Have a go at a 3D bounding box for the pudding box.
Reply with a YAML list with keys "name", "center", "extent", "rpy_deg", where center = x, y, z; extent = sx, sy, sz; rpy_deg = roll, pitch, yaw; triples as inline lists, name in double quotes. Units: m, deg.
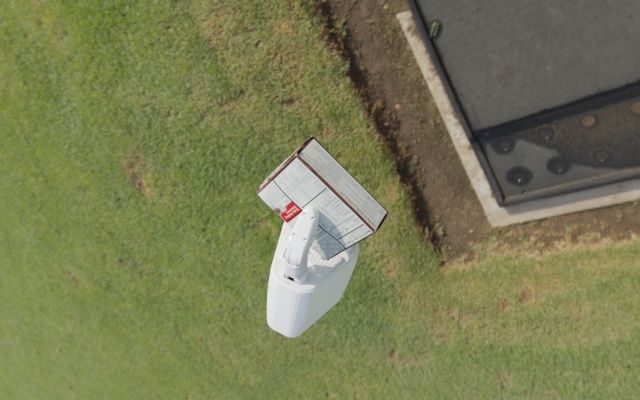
- name: "pudding box"
  center: [0.000, 0.002, 0.496]
  extent: [0.090, 0.113, 0.039]
  rpy_deg: [-37, 13, 46]
